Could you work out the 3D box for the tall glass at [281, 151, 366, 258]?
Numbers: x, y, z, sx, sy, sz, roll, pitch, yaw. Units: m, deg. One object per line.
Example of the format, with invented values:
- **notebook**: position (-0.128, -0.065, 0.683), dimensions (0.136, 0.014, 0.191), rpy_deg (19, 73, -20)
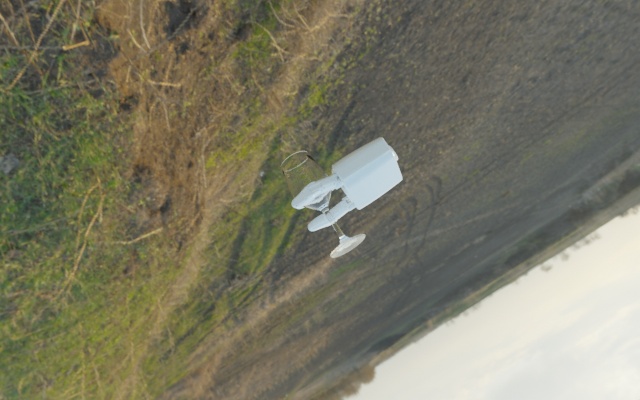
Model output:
- **tall glass**: position (0.000, 0.004, 0.891), dimensions (0.079, 0.201, 0.079), rpy_deg (-29, -19, -11)
